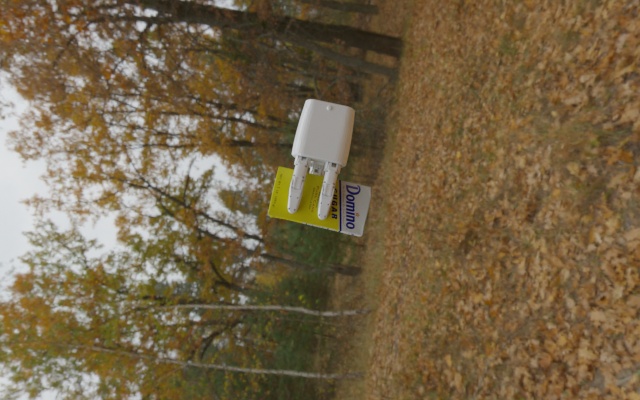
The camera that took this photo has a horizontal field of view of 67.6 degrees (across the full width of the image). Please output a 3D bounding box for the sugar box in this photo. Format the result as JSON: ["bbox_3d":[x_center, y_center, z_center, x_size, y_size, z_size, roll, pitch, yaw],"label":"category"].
[{"bbox_3d":[0.000,0.003,0.874,0.176,0.093,0.048,12,-6,1],"label":"sugar box"}]
